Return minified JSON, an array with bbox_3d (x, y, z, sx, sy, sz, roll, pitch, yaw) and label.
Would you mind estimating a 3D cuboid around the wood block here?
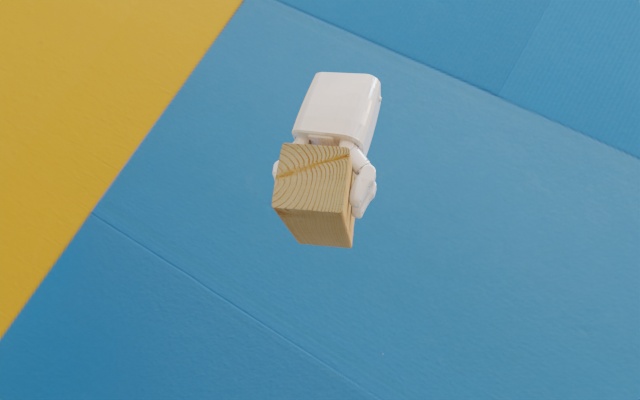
[{"bbox_3d":[0.000,0.002,0.690,0.091,0.090,0.206,5,-17,9],"label":"wood block"}]
